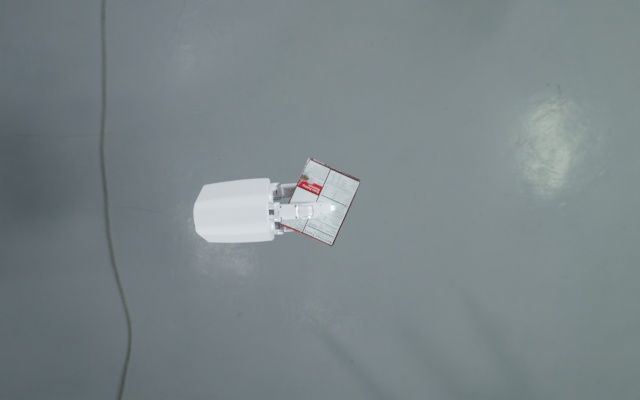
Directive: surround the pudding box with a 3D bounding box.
[{"bbox_3d":[0.000,0.002,0.732,0.090,0.113,0.039,24,3,-3],"label":"pudding box"}]
